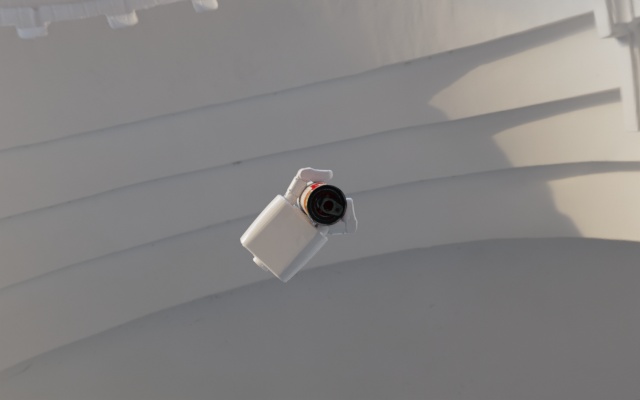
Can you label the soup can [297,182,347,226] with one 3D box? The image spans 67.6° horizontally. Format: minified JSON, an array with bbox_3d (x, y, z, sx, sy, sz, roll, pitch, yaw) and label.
[{"bbox_3d":[0.000,0.002,0.821,0.068,0.068,0.102,0,6,-12],"label":"soup can"}]
